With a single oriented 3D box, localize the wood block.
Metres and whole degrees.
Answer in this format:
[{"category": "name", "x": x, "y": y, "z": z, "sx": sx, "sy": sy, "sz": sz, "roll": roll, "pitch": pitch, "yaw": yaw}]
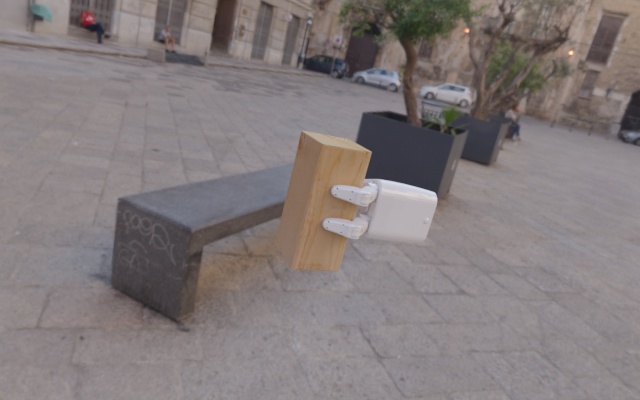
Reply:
[{"category": "wood block", "x": 0.000, "y": 0.002, "z": 0.779, "sx": 0.090, "sy": 0.206, "sz": 0.090, "roll": 6, "pitch": 18, "yaw": -26}]
